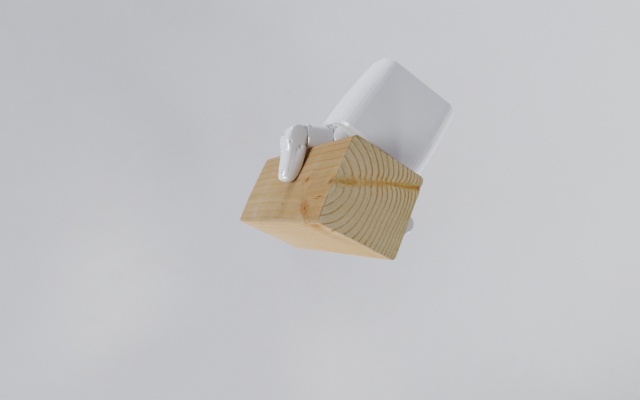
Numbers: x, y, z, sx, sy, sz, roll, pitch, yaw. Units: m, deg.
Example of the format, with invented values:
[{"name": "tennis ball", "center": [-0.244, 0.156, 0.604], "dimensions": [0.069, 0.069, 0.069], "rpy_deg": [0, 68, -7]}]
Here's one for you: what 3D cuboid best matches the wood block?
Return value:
[{"name": "wood block", "center": [0.000, 0.001, 0.523], "dimensions": [0.091, 0.090, 0.206], "rpy_deg": [29, -15, -24]}]
